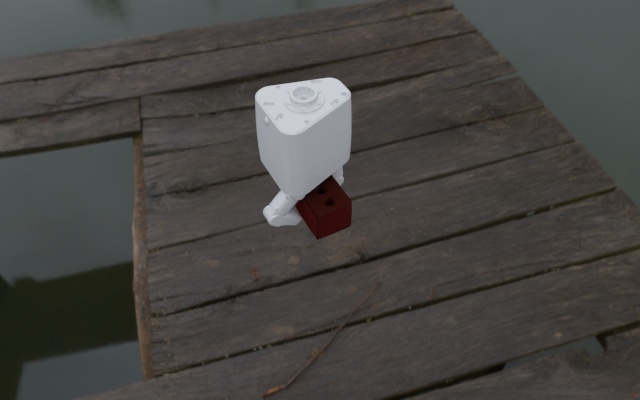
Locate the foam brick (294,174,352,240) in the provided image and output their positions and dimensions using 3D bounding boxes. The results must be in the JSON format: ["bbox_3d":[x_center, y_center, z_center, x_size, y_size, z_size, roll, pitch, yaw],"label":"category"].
[{"bbox_3d":[0.000,0.002,0.636,0.053,0.078,0.051,-24,-35,-19],"label":"foam brick"}]
